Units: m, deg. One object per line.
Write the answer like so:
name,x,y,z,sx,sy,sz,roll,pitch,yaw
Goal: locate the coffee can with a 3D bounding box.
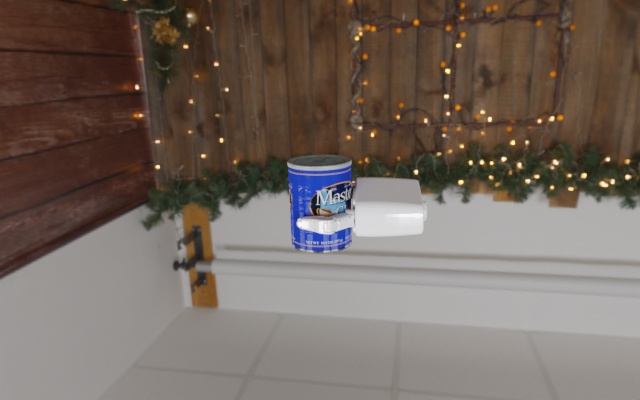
coffee can,0.000,0.002,0.781,0.103,0.140,0.102,-1,15,0
